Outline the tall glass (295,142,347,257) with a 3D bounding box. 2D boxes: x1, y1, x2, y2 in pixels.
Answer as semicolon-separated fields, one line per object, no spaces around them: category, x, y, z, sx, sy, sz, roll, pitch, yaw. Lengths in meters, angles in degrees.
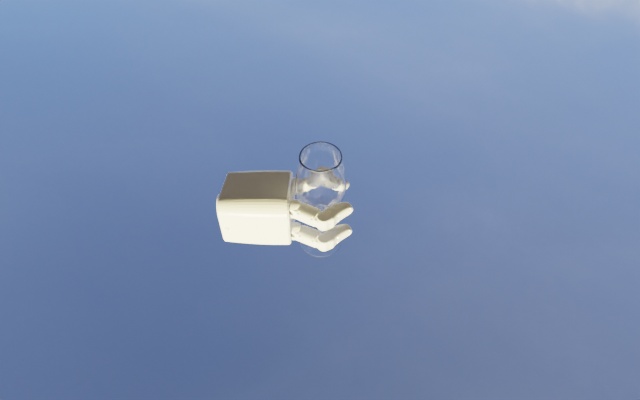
tall glass;0.000;0.003;0.748;0.079;0.079;0.201;0;-41;0
